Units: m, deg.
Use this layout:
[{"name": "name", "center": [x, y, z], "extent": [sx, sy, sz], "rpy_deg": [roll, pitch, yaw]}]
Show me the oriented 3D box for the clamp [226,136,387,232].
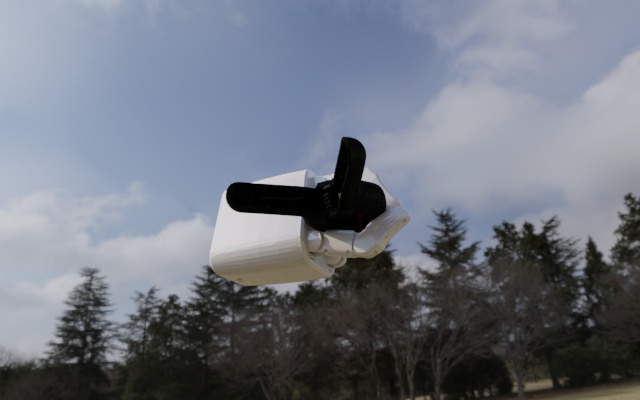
[{"name": "clamp", "center": [0.000, 0.001, 0.426], "extent": [0.120, 0.039, 0.171], "rpy_deg": [-11, -23, 17]}]
